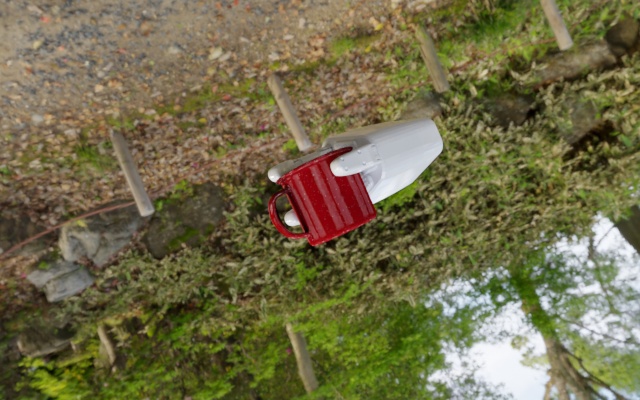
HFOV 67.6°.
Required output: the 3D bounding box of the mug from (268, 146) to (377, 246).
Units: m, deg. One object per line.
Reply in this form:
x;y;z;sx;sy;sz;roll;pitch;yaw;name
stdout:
-0.001;0.002;0.515;0.117;0.081;0.093;-23;-3;-29;mug
